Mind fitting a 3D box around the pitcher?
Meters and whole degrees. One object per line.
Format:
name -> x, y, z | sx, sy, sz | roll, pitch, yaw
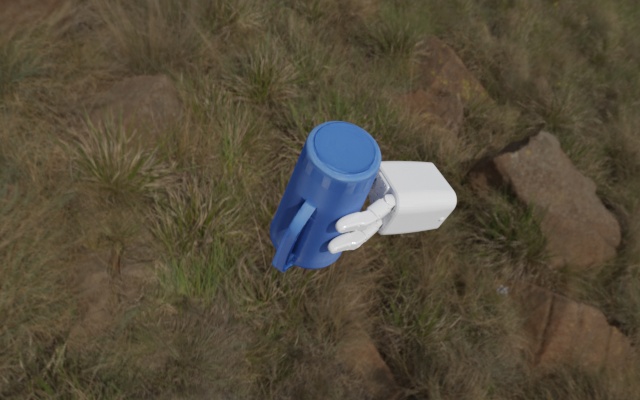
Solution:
pitcher -> 0.000, 0.002, 0.734 | 0.145, 0.149, 0.243 | -1, -34, -17
